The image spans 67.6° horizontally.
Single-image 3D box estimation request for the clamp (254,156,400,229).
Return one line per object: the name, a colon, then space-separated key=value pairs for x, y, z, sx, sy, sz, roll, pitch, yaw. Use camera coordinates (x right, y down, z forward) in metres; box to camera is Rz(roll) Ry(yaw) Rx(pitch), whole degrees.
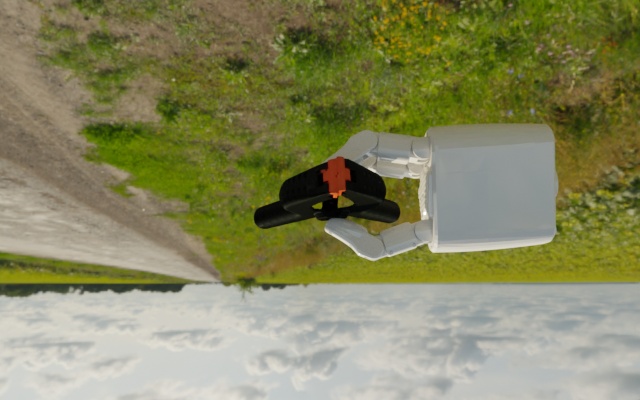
clamp: x=0.000 y=0.002 z=0.458 sx=0.164 sy=0.036 sz=0.210 roll=-5 pitch=-11 yaw=5
